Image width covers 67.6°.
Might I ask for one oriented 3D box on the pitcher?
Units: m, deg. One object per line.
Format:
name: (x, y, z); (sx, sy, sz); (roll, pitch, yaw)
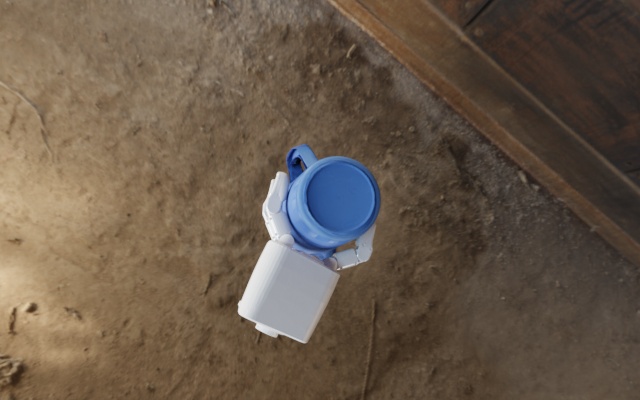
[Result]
pitcher: (0.000, 0.002, 0.699); (0.149, 0.145, 0.243); (26, -11, -5)
